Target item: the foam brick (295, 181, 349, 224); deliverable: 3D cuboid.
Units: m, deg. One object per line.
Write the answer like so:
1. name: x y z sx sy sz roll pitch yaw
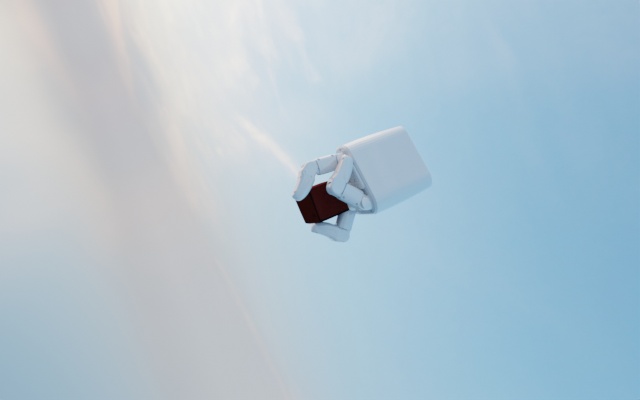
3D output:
1. foam brick: 0.000 0.002 0.732 0.051 0.053 0.078 -24 5 -19
